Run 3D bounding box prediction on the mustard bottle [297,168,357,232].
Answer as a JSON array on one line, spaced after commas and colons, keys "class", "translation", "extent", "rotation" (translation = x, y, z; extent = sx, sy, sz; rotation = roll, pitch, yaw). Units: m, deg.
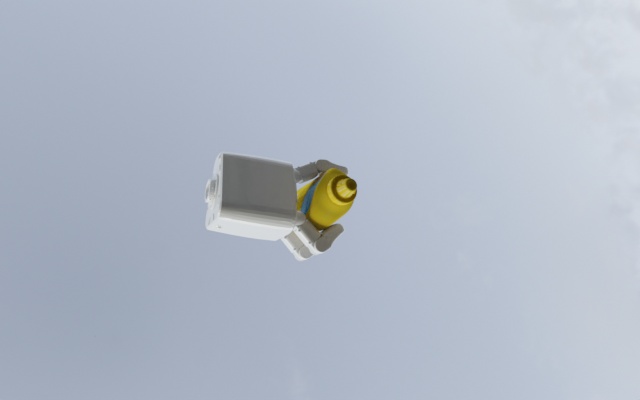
[{"class": "mustard bottle", "translation": [0.000, 0.002, 0.706], "extent": [0.058, 0.096, 0.192], "rotation": [34, -26, -13]}]
